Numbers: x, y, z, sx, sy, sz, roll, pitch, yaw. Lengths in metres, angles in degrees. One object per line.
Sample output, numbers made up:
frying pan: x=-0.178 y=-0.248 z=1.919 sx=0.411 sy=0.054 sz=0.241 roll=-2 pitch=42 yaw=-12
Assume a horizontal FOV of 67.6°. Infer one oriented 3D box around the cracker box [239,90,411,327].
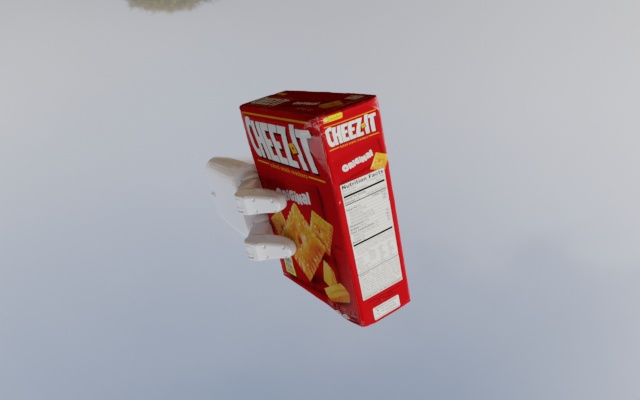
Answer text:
cracker box: x=0.000 y=0.002 z=0.492 sx=0.072 sy=0.214 sz=0.164 roll=-25 pitch=25 yaw=-26
